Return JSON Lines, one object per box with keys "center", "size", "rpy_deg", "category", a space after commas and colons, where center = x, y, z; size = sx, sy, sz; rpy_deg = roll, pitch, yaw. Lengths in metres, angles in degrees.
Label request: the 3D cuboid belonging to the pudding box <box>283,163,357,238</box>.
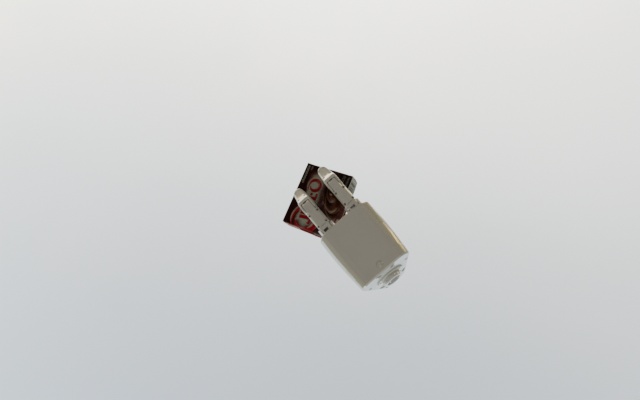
{"center": [0.000, 0.003, 0.804], "size": [0.090, 0.113, 0.039], "rpy_deg": [19, -12, 26], "category": "pudding box"}
